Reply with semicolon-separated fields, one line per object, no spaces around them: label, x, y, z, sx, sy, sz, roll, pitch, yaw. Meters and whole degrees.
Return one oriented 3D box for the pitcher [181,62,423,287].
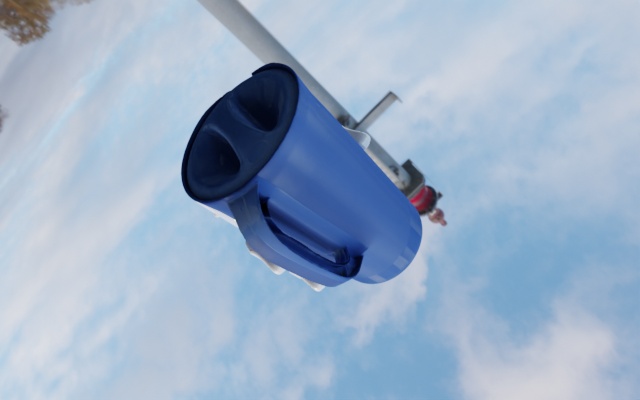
pitcher;0.000;0.001;0.458;0.145;0.149;0.243;16;-16;47
